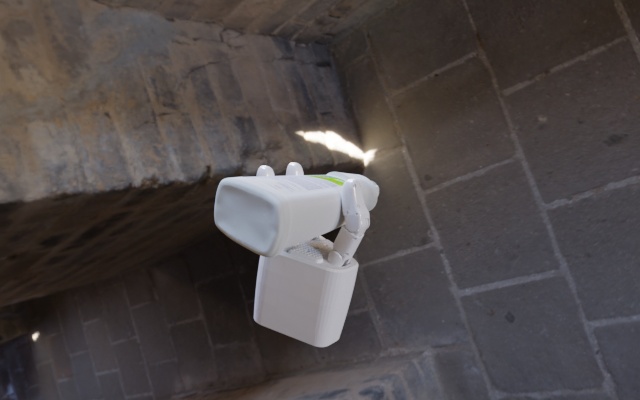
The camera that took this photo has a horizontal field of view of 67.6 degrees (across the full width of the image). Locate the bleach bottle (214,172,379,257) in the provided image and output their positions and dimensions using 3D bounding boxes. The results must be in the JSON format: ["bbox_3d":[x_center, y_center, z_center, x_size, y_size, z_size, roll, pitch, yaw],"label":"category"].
[{"bbox_3d":[0.000,0.002,0.574,0.102,0.068,0.251,22,20,34],"label":"bleach bottle"}]
